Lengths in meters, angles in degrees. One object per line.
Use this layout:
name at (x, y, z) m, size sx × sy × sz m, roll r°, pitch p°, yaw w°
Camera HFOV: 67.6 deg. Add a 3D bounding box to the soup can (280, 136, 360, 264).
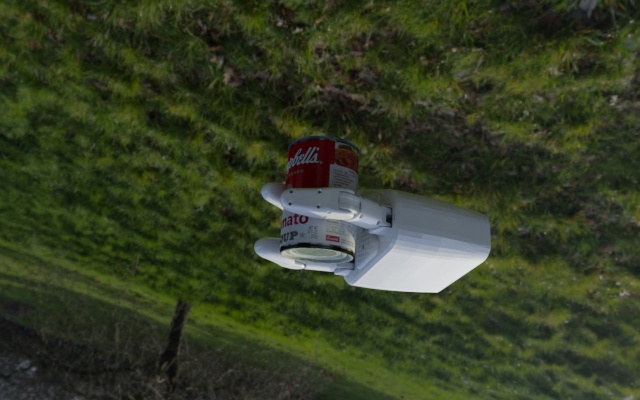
soup can at (0.000, 0.002, 0.436) m, size 0.068 × 0.102 × 0.068 m, roll 4°, pitch -18°, yaw 1°
